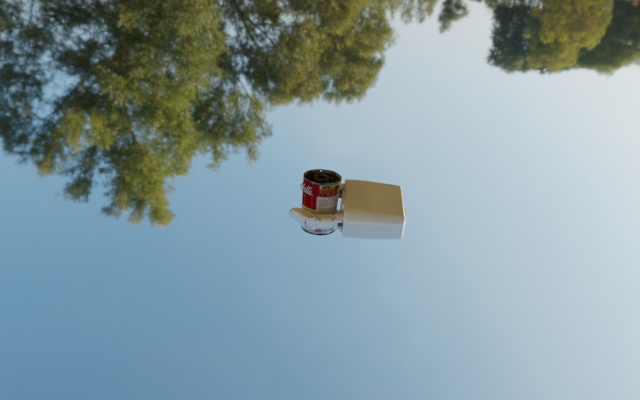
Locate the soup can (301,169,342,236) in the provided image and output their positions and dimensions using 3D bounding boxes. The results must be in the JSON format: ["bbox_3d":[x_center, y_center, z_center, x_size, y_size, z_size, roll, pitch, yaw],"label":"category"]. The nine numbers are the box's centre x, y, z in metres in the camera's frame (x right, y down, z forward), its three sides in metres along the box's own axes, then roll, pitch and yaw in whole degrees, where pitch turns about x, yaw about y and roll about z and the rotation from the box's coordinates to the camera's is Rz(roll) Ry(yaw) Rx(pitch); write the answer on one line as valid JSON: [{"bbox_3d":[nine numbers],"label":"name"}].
[{"bbox_3d":[0.000,0.003,0.856,0.068,0.102,0.068,4,25,-2],"label":"soup can"}]
